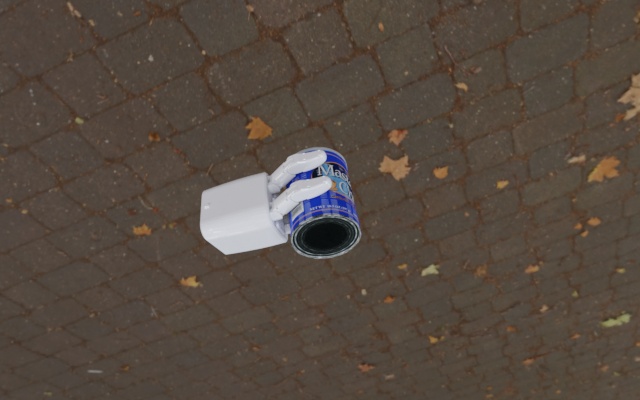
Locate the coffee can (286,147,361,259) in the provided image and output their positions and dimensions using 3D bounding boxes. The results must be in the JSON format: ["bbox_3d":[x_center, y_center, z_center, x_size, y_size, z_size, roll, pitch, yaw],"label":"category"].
[{"bbox_3d":[0.000,0.002,0.730,0.103,0.140,0.103,-5,-42,-4],"label":"coffee can"}]
